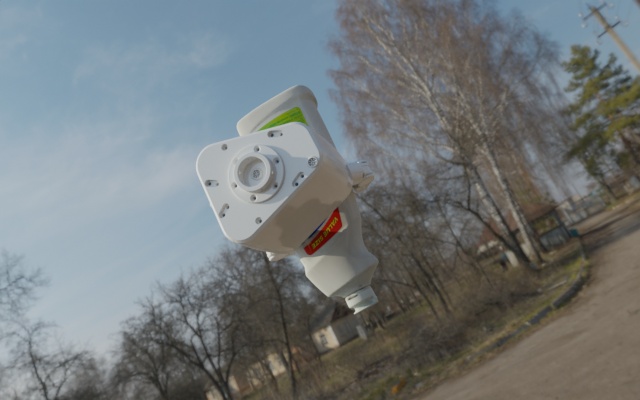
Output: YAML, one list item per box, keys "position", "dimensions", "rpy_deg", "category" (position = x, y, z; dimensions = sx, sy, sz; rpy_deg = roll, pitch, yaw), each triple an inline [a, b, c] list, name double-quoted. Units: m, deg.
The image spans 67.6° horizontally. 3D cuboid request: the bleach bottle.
- position: [0.000, 0.002, 0.533]
  dimensions: [0.102, 0.250, 0.068]
  rpy_deg: [-30, -15, 8]
  category: "bleach bottle"
